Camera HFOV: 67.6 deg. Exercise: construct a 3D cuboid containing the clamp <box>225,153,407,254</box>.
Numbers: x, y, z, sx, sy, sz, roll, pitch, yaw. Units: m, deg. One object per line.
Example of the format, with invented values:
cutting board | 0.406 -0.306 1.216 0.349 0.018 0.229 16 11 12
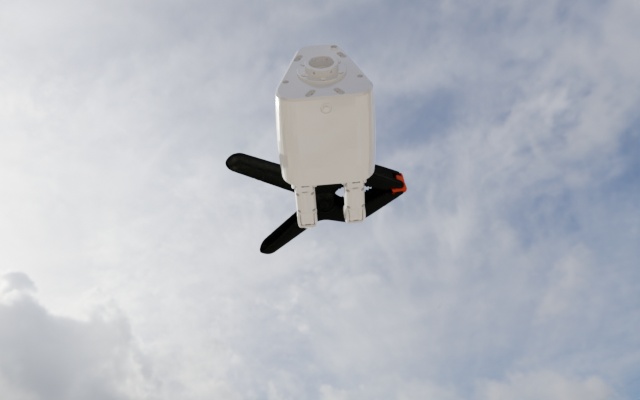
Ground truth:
clamp | 0.001 0.001 0.597 0.210 0.165 0.036 -5 44 -1
